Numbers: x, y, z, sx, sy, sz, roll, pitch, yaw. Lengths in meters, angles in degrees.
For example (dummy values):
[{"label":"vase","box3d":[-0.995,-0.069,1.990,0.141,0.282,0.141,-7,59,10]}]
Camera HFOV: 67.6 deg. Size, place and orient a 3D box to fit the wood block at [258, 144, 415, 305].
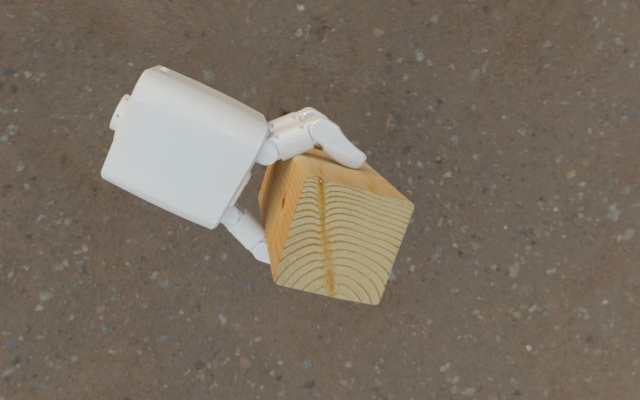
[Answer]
[{"label":"wood block","box3d":[0.000,0.002,0.454,0.090,0.091,0.206,14,15,-15]}]
